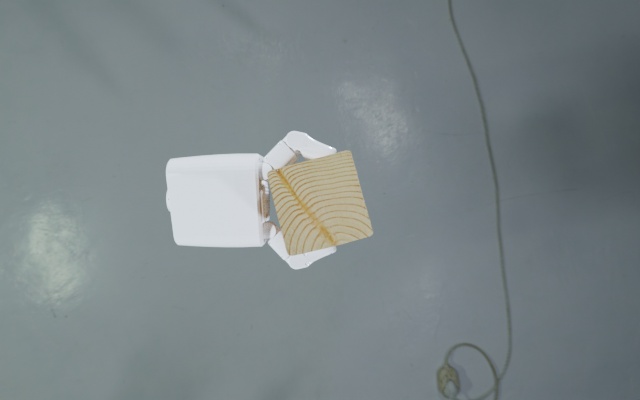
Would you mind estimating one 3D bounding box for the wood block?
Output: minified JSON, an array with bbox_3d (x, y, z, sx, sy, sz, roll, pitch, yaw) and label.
[{"bbox_3d":[0.000,0.002,0.576,0.090,0.091,0.206,-14,1,1],"label":"wood block"}]
